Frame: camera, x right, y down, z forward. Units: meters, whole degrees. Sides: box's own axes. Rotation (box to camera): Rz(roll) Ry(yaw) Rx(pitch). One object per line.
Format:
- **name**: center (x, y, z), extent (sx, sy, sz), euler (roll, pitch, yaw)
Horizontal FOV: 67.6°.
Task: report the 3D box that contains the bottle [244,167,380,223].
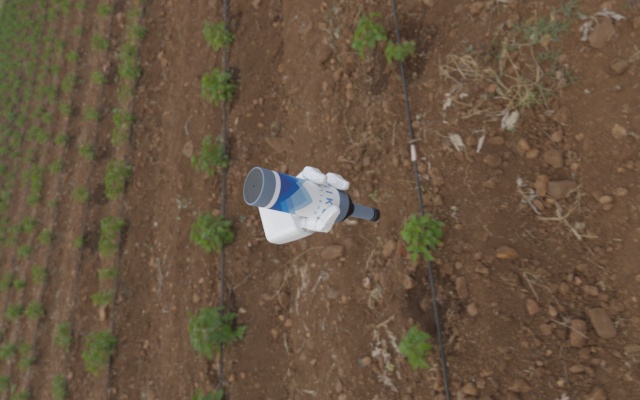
- **bottle**: center (0.000, 0.003, 0.898), extent (0.296, 0.069, 0.069), euler (14, -8, -37)
